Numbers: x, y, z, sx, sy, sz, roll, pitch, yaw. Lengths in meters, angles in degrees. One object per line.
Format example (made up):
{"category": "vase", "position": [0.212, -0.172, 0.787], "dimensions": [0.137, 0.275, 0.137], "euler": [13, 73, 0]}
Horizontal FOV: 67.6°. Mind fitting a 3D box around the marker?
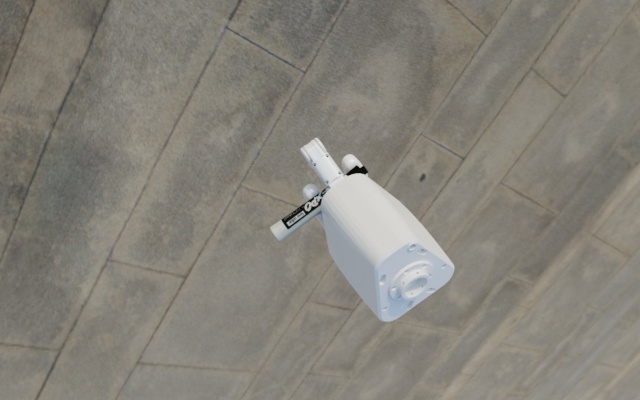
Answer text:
{"category": "marker", "position": [0.000, 0.002, 0.512], "dimensions": [0.121, 0.020, 0.020], "euler": [-36, 1, -1]}
